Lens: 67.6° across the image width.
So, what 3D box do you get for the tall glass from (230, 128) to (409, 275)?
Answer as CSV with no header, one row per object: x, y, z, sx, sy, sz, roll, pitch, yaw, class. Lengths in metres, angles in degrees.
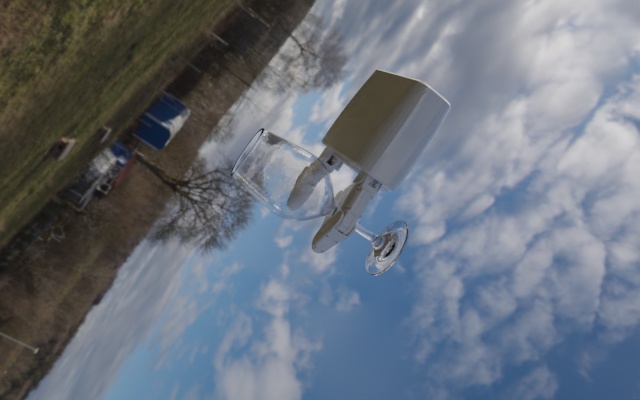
0.001,0.002,0.535,0.201,0.079,0.079,34,-11,-17,tall glass
